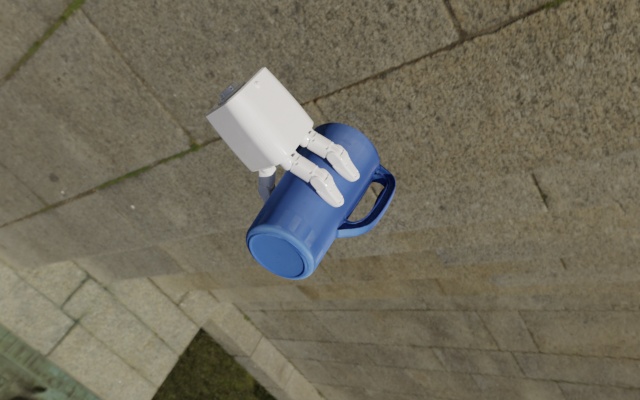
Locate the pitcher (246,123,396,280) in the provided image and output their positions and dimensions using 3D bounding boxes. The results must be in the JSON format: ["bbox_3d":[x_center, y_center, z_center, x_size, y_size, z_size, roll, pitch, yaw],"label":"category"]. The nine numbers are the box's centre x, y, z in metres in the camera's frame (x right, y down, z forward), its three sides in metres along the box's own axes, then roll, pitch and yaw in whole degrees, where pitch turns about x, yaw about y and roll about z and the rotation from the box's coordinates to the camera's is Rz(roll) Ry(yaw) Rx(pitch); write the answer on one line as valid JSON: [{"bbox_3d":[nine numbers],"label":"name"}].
[{"bbox_3d":[0.000,0.002,0.727,0.149,0.145,0.242,-17,30,43],"label":"pitcher"}]
